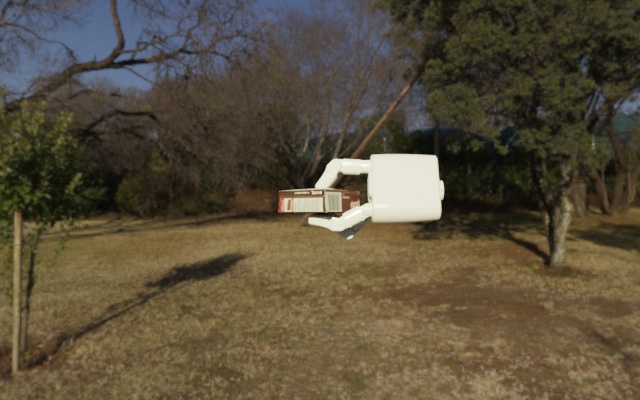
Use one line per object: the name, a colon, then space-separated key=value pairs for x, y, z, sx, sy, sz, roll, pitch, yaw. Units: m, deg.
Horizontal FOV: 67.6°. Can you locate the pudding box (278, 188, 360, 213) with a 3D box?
pudding box: x=0.000 y=0.002 z=0.771 sx=0.090 sy=0.039 sz=0.113 roll=-2 pitch=-4 yaw=32
